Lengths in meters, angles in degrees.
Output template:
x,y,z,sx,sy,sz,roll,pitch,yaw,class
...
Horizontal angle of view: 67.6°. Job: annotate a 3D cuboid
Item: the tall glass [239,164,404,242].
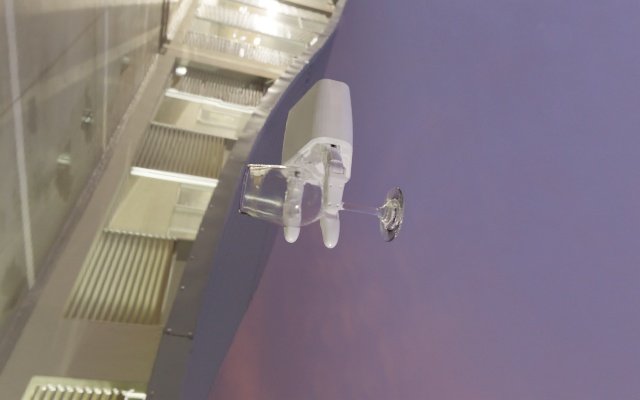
x,y,z,sx,sy,sz,roll,pitch,yaw,class
0.001,0.002,0.612,0.201,0.079,0.079,10,-2,-14,tall glass
